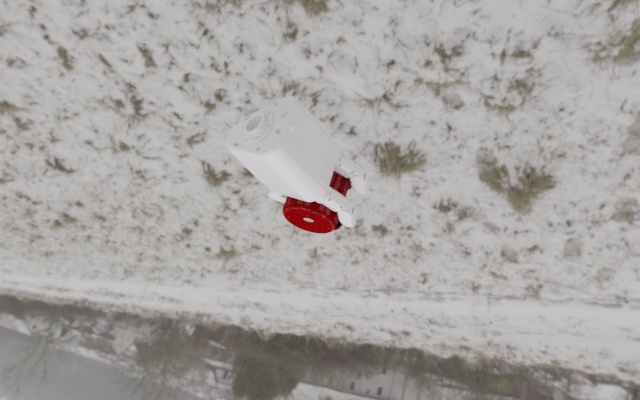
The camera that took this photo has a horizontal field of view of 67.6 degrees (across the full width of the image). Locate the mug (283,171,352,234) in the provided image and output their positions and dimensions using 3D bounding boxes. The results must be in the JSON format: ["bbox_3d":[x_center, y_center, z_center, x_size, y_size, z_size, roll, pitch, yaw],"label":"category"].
[{"bbox_3d":[0.001,0.003,0.712,0.093,0.081,0.117,-3,-33,38],"label":"mug"}]
